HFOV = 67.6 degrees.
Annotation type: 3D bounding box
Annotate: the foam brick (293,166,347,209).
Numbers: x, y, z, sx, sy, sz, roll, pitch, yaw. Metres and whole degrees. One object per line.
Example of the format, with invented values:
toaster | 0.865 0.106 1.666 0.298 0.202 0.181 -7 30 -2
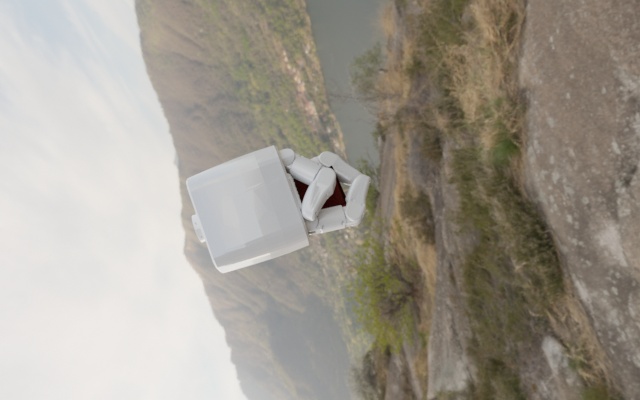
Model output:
foam brick | 0.000 0.002 0.583 0.051 0.053 0.078 -20 -21 -6
